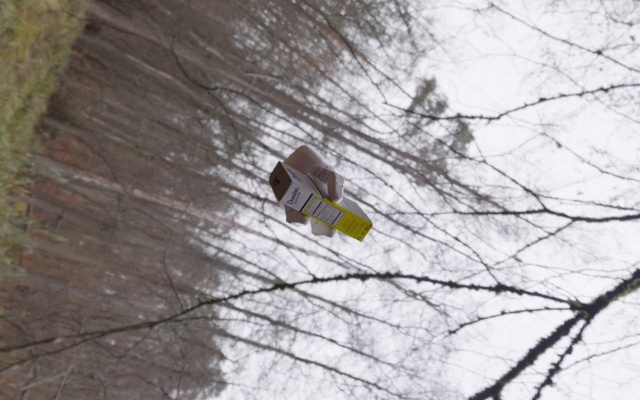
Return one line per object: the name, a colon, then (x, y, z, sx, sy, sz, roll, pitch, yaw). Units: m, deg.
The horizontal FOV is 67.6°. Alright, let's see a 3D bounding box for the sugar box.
sugar box: (0.000, 0.003, 0.811, 0.176, 0.048, 0.093, 25, 15, -27)
